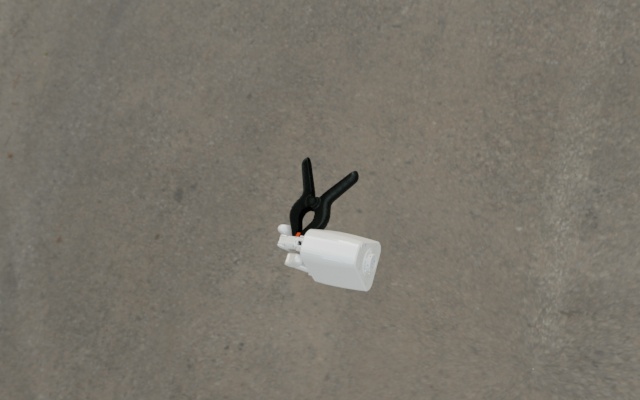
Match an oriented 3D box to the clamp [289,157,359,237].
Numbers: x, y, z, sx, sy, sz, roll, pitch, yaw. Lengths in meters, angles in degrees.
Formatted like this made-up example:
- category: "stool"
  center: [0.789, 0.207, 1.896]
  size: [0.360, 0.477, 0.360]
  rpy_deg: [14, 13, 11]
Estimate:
- category: "clamp"
  center: [0.000, 0.003, 0.893]
  size: [0.120, 0.171, 0.039]
  rpy_deg: [7, -15, 30]
